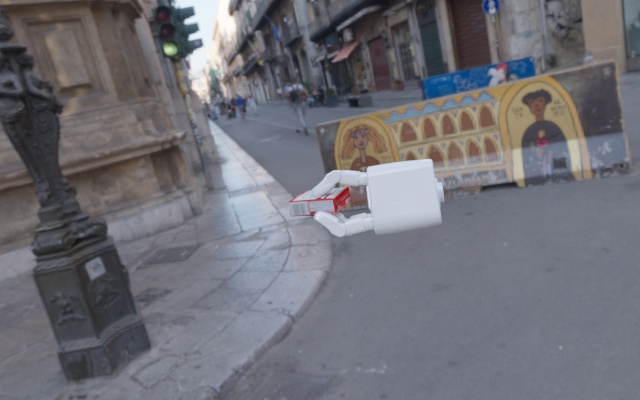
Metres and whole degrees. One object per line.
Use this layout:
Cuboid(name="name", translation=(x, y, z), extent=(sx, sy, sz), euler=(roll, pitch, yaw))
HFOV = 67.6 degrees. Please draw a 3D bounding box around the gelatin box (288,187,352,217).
Cuboid(name="gelatin box", translation=(0.000, 0.002, 0.828), extent=(0.089, 0.030, 0.073), euler=(-4, 15, 24))
